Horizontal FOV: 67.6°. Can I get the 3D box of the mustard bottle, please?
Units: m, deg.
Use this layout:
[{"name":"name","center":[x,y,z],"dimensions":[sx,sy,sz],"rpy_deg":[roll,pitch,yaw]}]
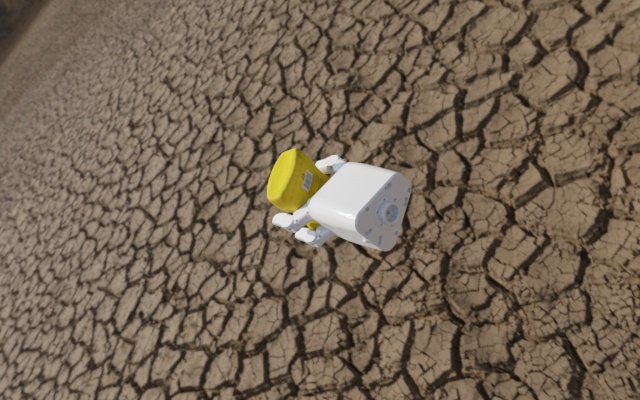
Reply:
[{"name":"mustard bottle","center":[0.000,0.002,0.795],"dimensions":[0.058,0.096,0.192],"rpy_deg":[-14,-39,41]}]
